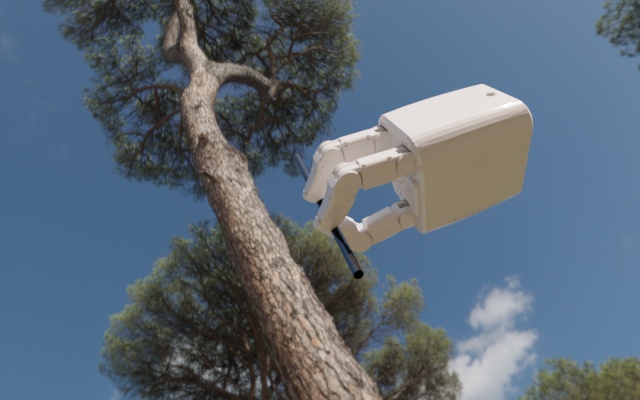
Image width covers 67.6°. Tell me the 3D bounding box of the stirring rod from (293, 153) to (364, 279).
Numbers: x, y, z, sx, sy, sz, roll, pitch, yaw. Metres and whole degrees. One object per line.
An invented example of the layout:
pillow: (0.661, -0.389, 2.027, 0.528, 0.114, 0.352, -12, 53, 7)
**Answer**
stirring rod: (0.000, 0.002, 0.456, 0.011, 0.011, 0.239, 0, 26, -15)
